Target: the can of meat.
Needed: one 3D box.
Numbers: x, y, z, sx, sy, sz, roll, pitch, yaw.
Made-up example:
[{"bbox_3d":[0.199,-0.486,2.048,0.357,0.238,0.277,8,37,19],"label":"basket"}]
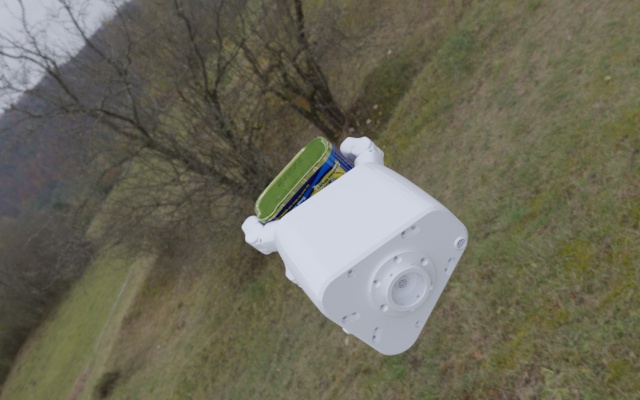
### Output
[{"bbox_3d":[0.000,0.001,0.459,0.084,0.102,0.057,40,6,-27],"label":"can of meat"}]
